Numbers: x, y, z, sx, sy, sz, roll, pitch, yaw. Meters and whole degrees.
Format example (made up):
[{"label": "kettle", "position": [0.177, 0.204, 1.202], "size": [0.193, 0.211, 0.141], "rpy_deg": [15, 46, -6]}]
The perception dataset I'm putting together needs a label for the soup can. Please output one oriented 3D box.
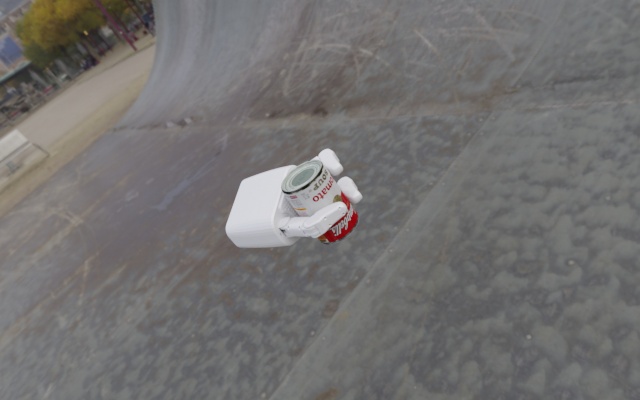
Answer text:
[{"label": "soup can", "position": [0.000, 0.002, 0.660], "size": [0.068, 0.102, 0.068], "rpy_deg": [-26, 30, 17]}]
